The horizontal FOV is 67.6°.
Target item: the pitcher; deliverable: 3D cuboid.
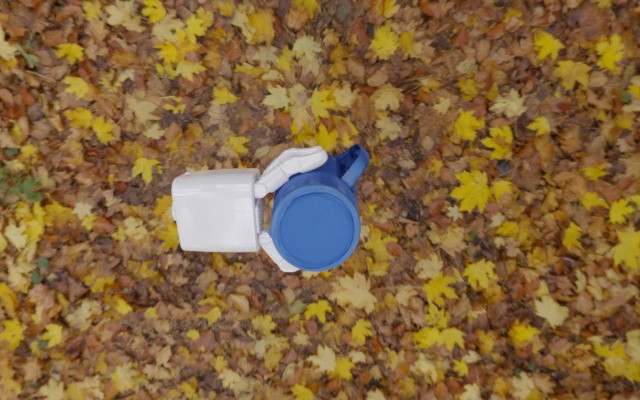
[{"bbox_3d":[0.000,0.002,0.670,0.145,0.149,0.242,-1,12,-1],"label":"pitcher"}]
